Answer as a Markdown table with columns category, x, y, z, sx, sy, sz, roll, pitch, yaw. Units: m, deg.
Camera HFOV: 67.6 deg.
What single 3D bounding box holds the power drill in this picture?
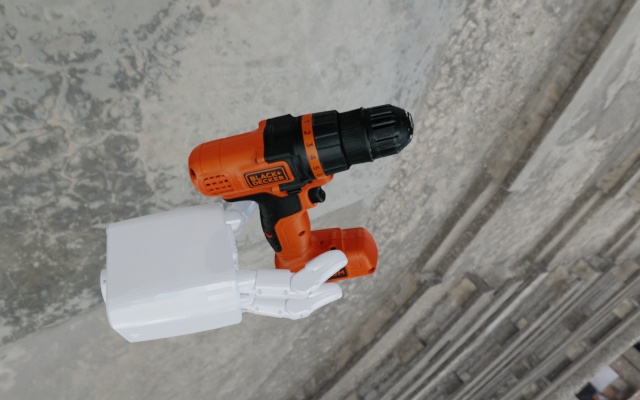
| category | x | y | z | sx | sy | sz | roll | pitch | yaw |
| --- | --- | --- | --- | --- | --- | --- | --- | --- | --- |
| power drill | 0.000 | 0.002 | 0.434 | 0.184 | 0.057 | 0.188 | -10 | -44 | 11 |
